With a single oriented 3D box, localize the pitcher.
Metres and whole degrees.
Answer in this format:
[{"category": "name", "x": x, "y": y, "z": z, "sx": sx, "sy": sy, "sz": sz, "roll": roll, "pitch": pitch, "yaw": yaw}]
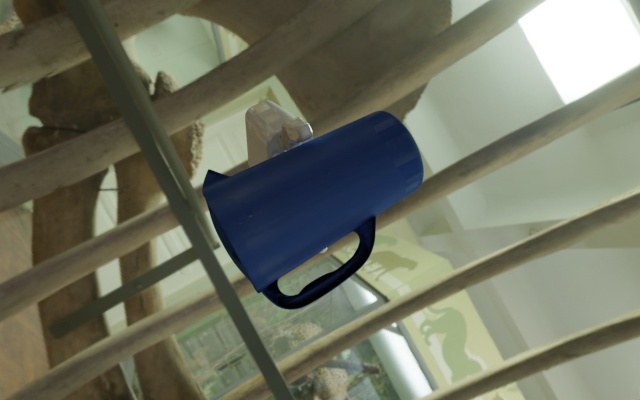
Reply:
[{"category": "pitcher", "x": 0.000, "y": 0.002, "z": 0.558, "sx": 0.243, "sy": 0.149, "sz": 0.145, "roll": -28, "pitch": 37, "yaw": -12}]
